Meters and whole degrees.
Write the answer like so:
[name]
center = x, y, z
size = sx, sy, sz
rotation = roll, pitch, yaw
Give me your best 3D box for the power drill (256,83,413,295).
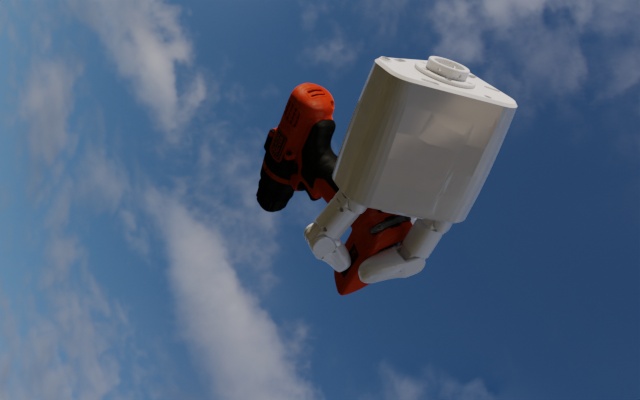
[power drill]
center = 0.000, 0.002, 0.501
size = 0.057, 0.187, 0.184
rotation = -20, -28, -34
